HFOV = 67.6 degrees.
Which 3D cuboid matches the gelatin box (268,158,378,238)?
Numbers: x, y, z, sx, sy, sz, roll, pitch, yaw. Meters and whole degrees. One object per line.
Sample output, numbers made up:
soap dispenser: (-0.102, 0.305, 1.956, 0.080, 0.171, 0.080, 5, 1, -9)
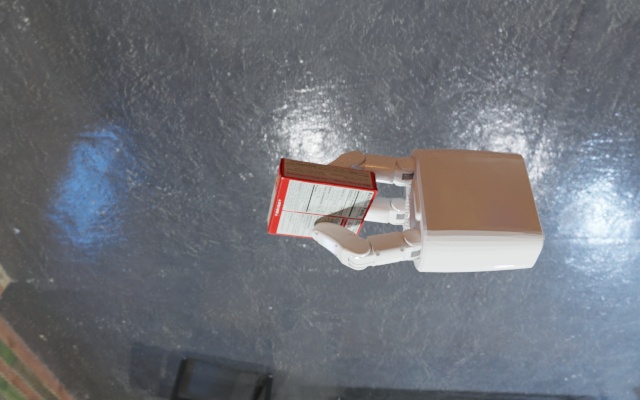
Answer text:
gelatin box: (0.000, 0.002, 0.443, 0.089, 0.030, 0.073, 7, -46, -12)
